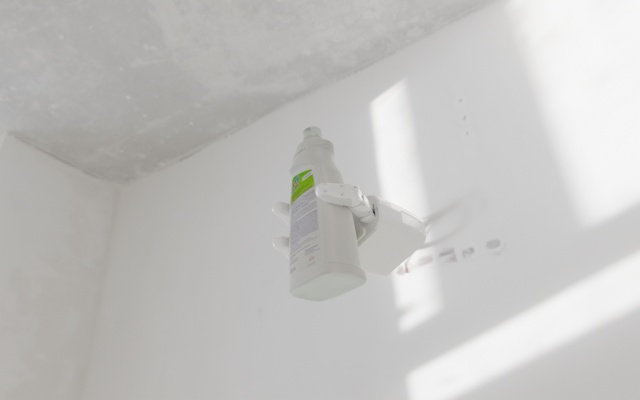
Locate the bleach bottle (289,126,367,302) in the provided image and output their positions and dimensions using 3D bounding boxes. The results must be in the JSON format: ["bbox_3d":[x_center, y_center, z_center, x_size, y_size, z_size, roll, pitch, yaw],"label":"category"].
[{"bbox_3d":[0.000,0.002,0.649,0.068,0.250,0.102,21,-38,-35],"label":"bleach bottle"}]
